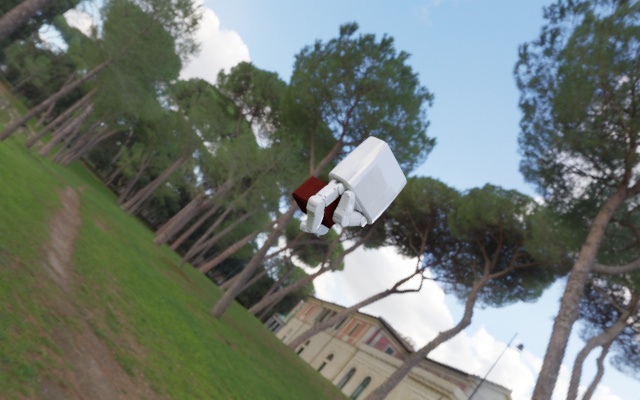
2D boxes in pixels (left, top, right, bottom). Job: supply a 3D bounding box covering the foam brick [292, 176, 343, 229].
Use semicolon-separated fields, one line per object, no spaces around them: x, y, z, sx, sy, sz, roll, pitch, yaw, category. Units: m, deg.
0.000;0.003;0.832;0.078;0.051;0.053;31;-22;38;foam brick
